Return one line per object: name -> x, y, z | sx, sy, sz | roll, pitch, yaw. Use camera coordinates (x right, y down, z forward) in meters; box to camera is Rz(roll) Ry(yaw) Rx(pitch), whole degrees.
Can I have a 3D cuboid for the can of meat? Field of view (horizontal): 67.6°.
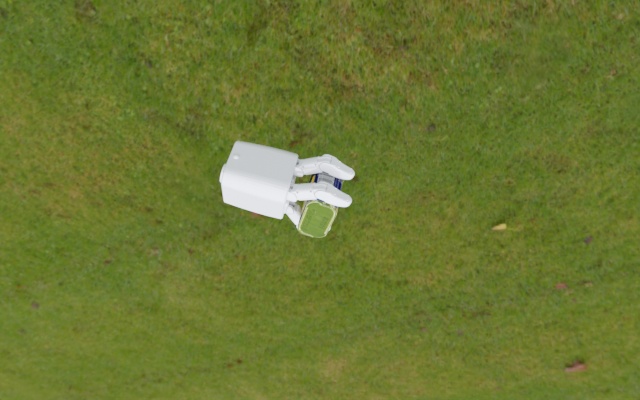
can of meat -> 0.000, 0.003, 0.805 | 0.057, 0.084, 0.102 | 17, -39, -5
